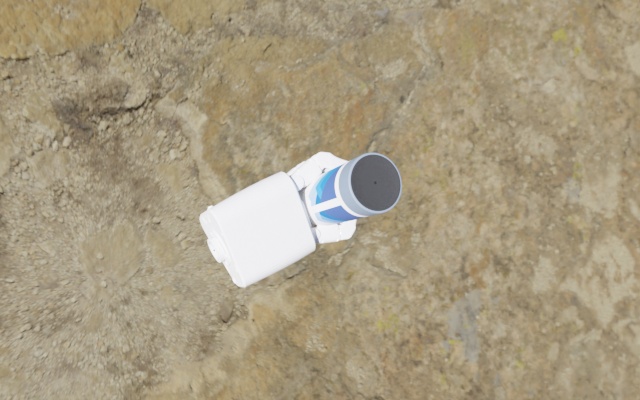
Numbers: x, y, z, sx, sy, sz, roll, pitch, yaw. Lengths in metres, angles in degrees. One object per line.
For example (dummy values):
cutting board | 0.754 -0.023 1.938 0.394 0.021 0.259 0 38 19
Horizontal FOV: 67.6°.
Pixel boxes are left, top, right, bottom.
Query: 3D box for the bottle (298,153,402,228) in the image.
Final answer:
bottle | 0.000 0.002 0.643 0.069 0.069 0.296 0 -8 -24
